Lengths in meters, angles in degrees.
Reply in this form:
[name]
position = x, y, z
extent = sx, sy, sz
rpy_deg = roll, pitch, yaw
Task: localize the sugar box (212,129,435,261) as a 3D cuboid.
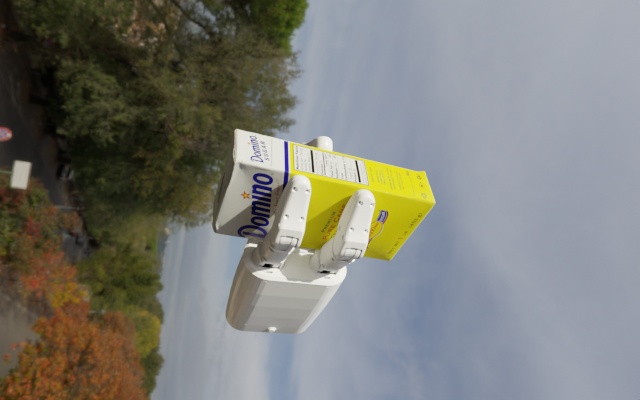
[sugar box]
position = 0.000, 0.002, 0.422
extent = 0.176, 0.048, 0.093
rpy_deg = 8, -44, -19
